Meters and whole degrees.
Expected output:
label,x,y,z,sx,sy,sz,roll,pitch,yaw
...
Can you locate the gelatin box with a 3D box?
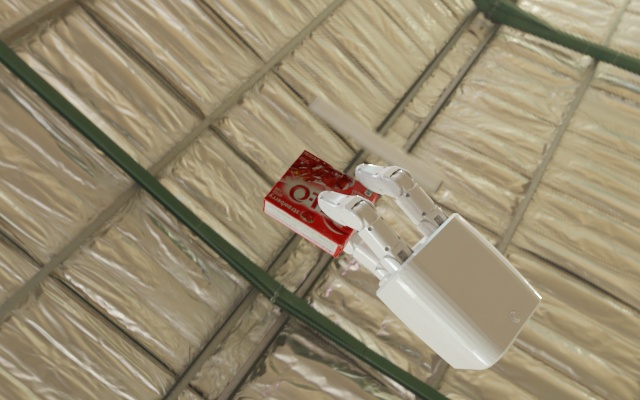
label,x,y,z,sx,sy,sz,roll,pitch,yaw
gelatin box,0.000,0.002,0.468,0.089,0.073,0.030,31,-30,9
